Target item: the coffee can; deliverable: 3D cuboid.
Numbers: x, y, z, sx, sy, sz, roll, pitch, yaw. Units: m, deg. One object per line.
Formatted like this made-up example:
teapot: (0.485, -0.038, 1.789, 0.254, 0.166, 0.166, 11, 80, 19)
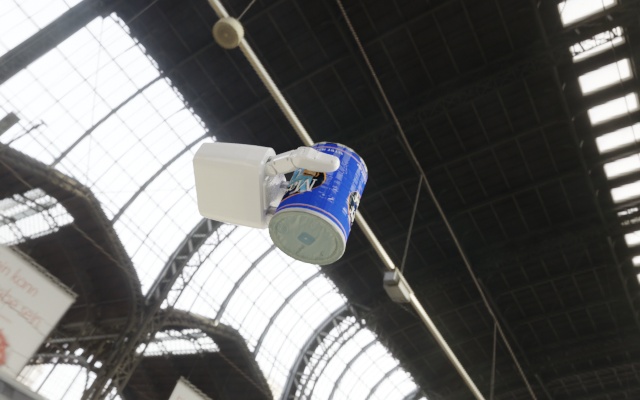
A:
coffee can: (0.000, 0.002, 0.655, 0.103, 0.103, 0.140, 0, 43, 22)
